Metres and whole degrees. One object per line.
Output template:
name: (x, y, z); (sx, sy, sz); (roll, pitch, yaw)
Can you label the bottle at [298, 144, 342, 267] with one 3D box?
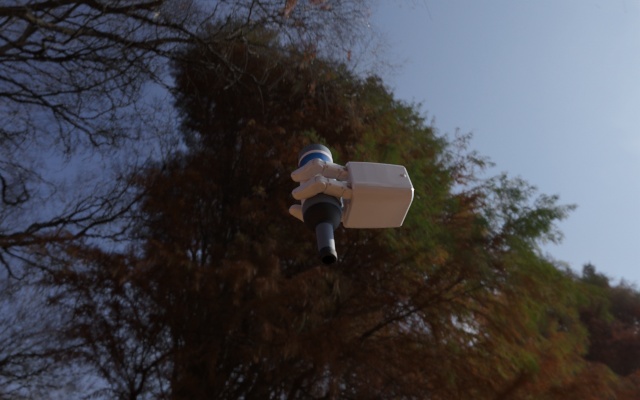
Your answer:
bottle: (0.000, 0.003, 0.834); (0.069, 0.069, 0.295); (0, 36, -6)
